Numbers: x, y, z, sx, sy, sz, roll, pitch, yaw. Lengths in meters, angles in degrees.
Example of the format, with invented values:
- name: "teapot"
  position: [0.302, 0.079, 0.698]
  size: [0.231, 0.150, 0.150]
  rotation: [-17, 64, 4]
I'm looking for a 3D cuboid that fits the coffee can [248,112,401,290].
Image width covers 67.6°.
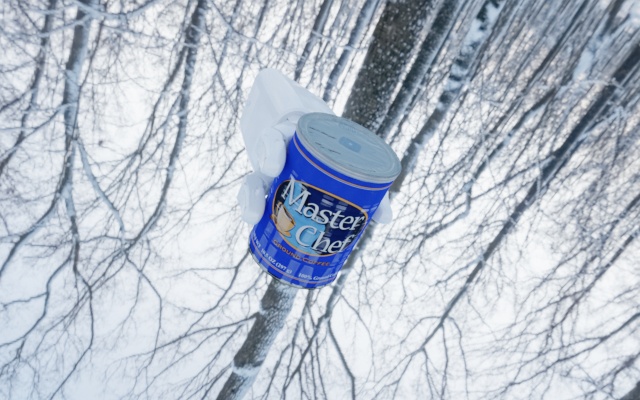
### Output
- name: "coffee can"
  position: [0.000, 0.002, 0.463]
  size: [0.103, 0.140, 0.102]
  rotation: [20, 31, -13]
